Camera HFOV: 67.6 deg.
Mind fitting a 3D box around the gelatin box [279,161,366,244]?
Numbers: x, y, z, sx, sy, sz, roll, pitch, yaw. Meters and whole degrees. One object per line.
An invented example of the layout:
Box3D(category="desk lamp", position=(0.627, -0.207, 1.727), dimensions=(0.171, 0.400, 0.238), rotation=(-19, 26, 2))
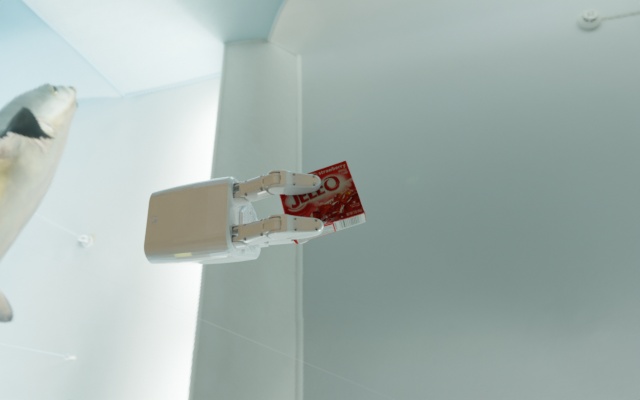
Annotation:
Box3D(category="gelatin box", position=(0.000, 0.002, 0.558), dimensions=(0.089, 0.073, 0.030), rotation=(-18, -28, 0))
